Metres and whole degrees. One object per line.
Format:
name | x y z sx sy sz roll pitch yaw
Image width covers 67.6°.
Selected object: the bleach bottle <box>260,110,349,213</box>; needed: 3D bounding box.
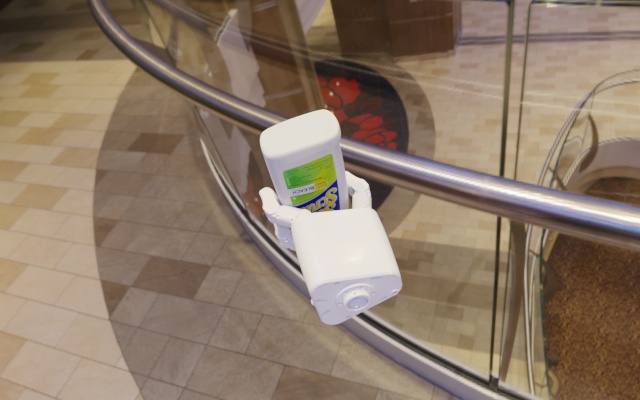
bleach bottle | 0.000 0.002 0.661 0.102 0.251 0.068 -19 44 0
